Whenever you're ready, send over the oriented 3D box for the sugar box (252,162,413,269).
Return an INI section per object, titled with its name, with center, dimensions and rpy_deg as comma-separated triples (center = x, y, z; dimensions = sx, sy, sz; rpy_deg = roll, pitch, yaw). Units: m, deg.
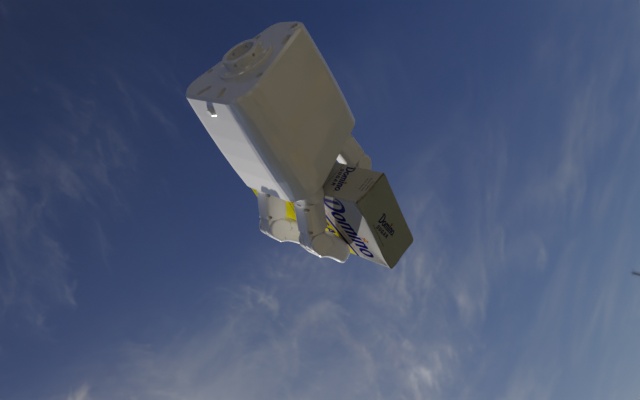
[sugar box]
center = 0.000, 0.002, 0.480
dimensions = 0.176, 0.048, 0.093
rpy_deg = 20, -30, 46
